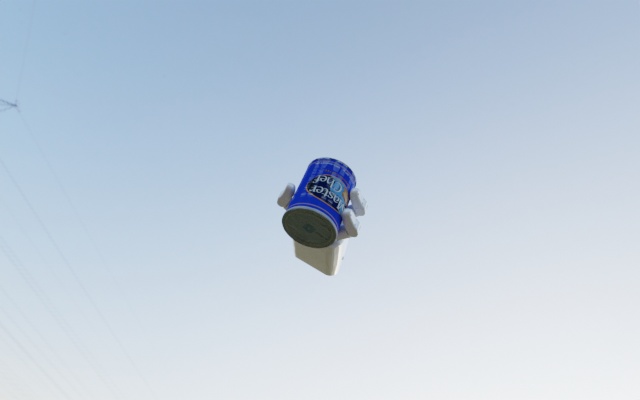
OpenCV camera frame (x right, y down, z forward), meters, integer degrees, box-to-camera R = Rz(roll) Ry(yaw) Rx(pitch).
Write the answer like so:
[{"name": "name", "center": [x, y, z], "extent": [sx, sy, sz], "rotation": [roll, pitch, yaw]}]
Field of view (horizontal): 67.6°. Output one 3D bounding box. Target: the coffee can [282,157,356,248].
[{"name": "coffee can", "center": [0.000, 0.003, 0.886], "extent": [0.103, 0.103, 0.140], "rotation": [0, 43, 25]}]
